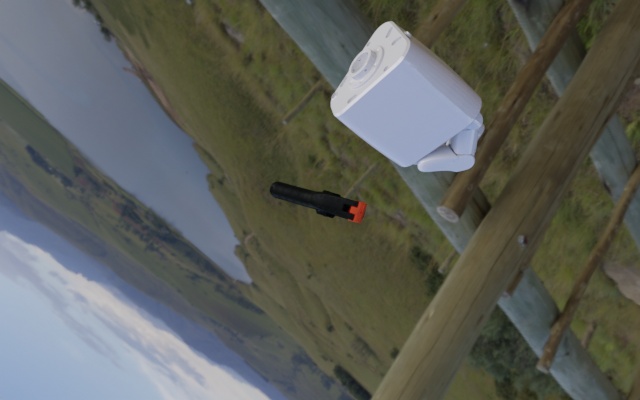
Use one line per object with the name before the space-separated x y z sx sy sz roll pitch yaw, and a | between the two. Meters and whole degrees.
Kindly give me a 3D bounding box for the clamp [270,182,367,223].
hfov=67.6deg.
clamp | 0.000 0.003 0.681 0.120 0.039 0.171 12 -2 -23
